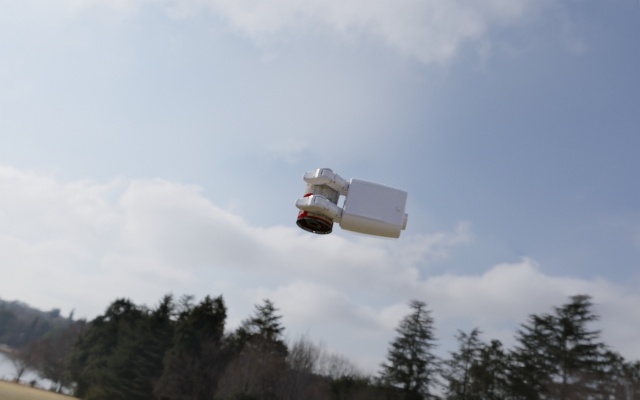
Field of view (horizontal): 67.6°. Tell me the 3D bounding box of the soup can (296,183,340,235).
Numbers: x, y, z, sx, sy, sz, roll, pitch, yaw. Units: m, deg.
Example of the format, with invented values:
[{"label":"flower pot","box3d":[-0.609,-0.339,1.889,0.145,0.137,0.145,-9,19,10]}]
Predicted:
[{"label":"soup can","box3d":[0.000,0.003,0.878,0.068,0.102,0.068,12,-24,5]}]
